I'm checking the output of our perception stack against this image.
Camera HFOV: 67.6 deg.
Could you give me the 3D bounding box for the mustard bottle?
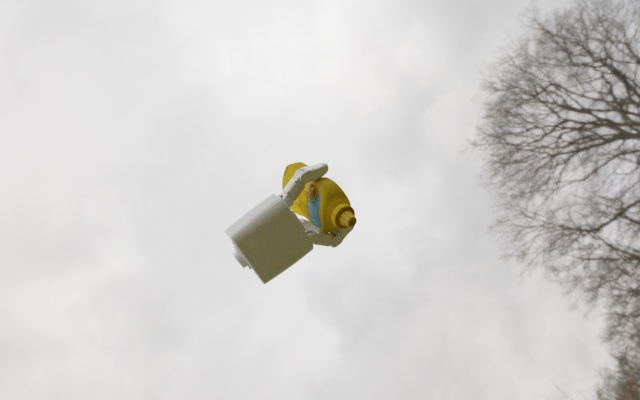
[{"bbox_3d":[0.000,0.003,0.835,0.058,0.096,0.191,-15,28,-28],"label":"mustard bottle"}]
